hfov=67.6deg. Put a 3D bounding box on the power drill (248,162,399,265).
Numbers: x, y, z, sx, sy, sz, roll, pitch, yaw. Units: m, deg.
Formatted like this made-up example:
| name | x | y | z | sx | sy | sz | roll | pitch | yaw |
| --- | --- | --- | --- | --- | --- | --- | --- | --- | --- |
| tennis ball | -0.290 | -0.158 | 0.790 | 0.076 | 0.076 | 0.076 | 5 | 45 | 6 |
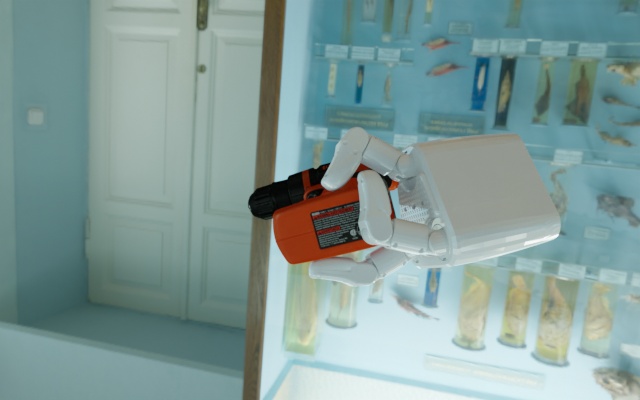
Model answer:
| name | x | y | z | sx | sy | sz | roll | pitch | yaw |
| --- | --- | --- | --- | --- | --- | --- | --- | --- | --- |
| power drill | 0.000 | 0.002 | 0.495 | 0.184 | 0.057 | 0.187 | -16 | 15 | 7 |
